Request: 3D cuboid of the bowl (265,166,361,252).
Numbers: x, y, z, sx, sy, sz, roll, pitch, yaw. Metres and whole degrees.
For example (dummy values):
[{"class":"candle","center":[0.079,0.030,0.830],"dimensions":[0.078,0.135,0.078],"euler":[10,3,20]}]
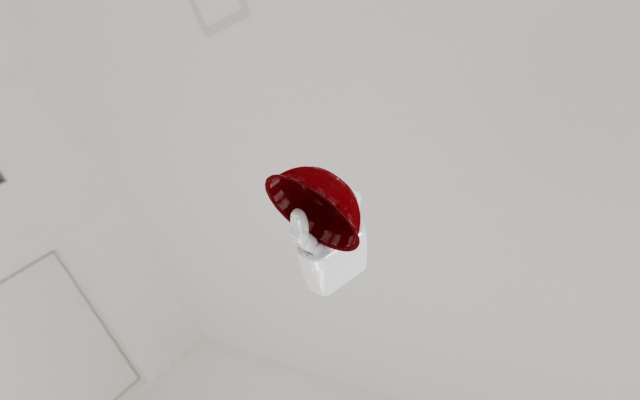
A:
[{"class":"bowl","center":[0.000,0.001,0.686],"dimensions":[0.162,0.055,0.162],"euler":[31,-24,15]}]
